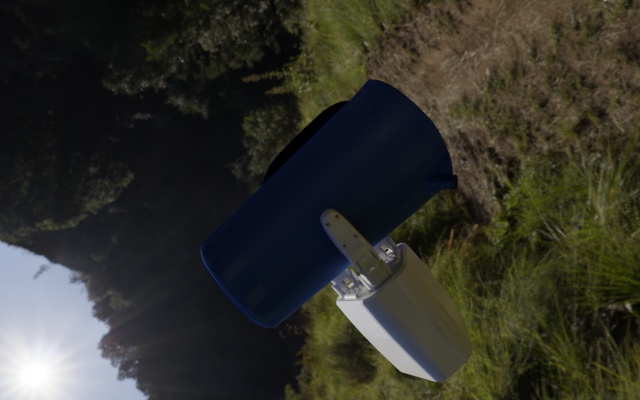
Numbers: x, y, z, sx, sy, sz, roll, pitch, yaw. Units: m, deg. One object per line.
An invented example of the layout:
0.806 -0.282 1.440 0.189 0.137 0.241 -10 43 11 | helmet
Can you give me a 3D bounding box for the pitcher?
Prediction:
0.000 0.002 0.480 0.243 0.145 0.149 -41 3 -4 | pitcher
